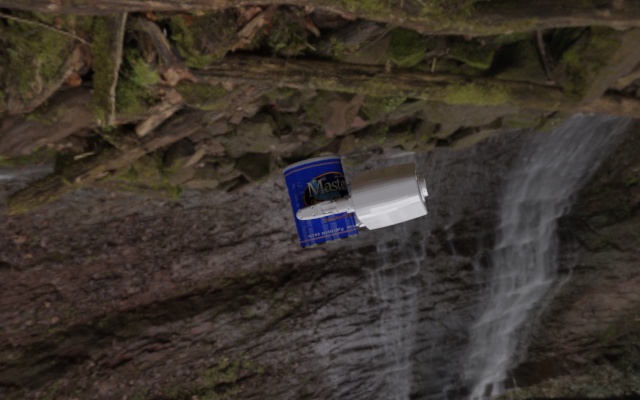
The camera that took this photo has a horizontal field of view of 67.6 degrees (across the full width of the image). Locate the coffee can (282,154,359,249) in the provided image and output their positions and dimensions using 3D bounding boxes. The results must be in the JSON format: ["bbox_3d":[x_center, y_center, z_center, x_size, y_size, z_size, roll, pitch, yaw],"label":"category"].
[{"bbox_3d":[0.000,0.003,0.816,0.103,0.140,0.103,-13,-4,-1],"label":"coffee can"}]
